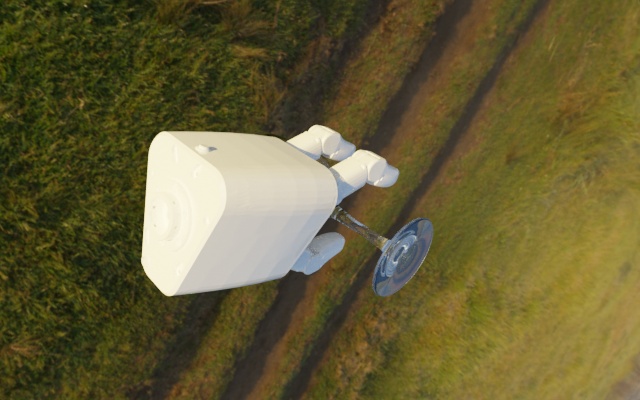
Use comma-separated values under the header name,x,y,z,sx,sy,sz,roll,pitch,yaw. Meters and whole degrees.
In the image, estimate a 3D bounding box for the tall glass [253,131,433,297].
name,x,y,z,sx,sy,sz,roll,pitch,yaw
tall glass,0.001,0.002,0.442,0.201,0.079,0.079,34,21,35
